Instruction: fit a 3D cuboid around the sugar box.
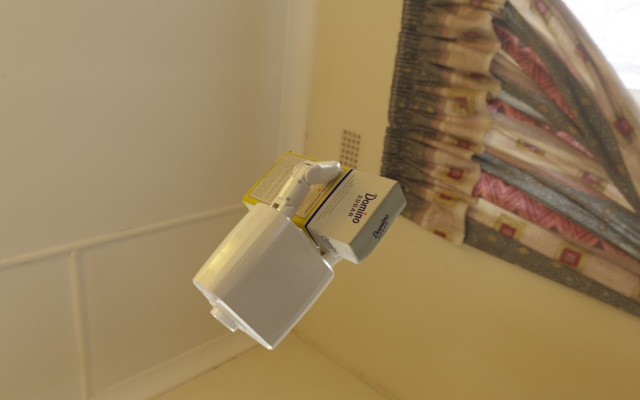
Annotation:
[{"bbox_3d":[0.000,0.002,0.552,0.176,0.093,0.048,22,-28,39],"label":"sugar box"}]
